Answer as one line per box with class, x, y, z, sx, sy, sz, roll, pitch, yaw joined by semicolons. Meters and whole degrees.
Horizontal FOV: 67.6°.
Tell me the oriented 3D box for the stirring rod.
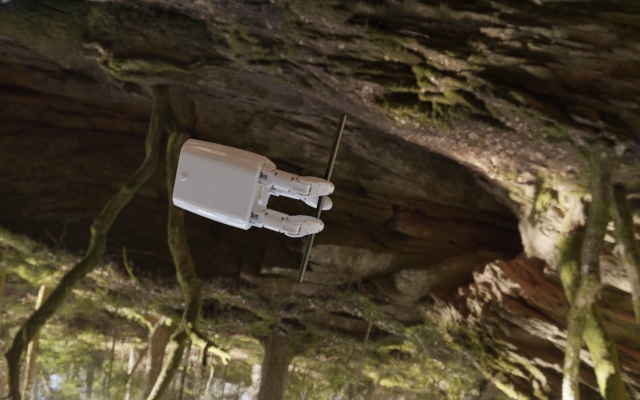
stirring rod;0.000;0.002;0.645;0.011;0.239;0.011;14;15;-4
